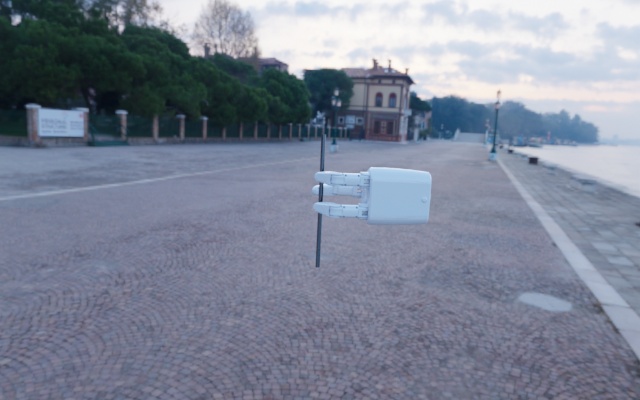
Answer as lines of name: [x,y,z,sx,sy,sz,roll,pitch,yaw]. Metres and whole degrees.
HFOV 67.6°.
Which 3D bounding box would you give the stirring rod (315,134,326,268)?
stirring rod: [0.000,0.003,0.855,0.011,0.239,0.011,3,9,0]
